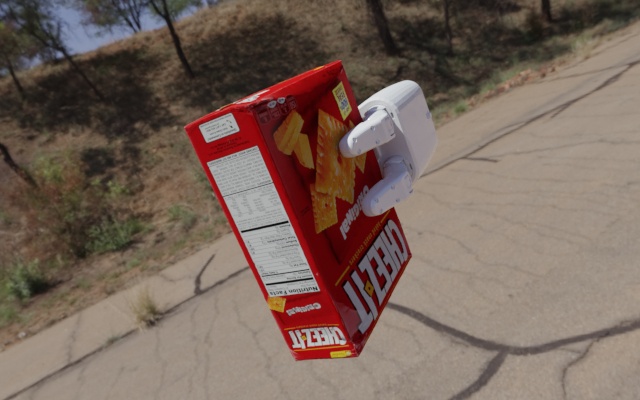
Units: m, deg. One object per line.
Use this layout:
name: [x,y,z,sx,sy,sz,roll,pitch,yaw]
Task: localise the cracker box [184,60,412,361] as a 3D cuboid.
cracker box: [0.000,0.001,0.420,0.072,0.214,0.164,-13,17,32]
